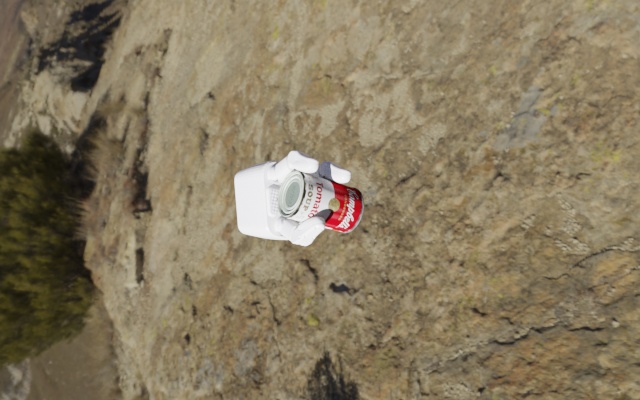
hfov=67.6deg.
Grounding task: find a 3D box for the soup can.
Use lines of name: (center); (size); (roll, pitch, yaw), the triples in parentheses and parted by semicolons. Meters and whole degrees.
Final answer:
soup can: (0.000, 0.002, 0.664); (0.102, 0.068, 0.068); (16, -9, -33)
